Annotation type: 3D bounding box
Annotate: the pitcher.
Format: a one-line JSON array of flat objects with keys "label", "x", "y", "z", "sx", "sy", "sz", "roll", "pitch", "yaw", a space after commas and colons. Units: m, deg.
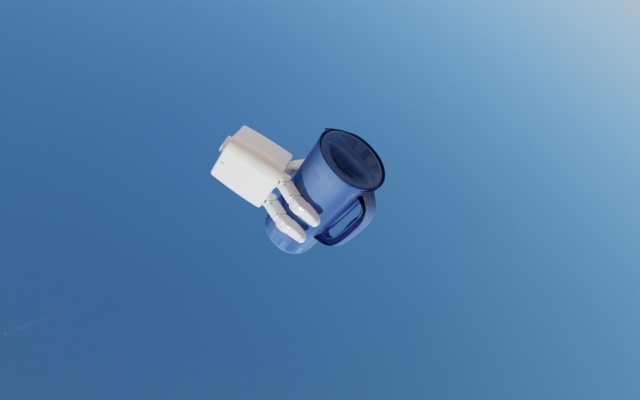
[{"label": "pitcher", "x": 0.000, "y": 0.003, "z": 0.864, "sx": 0.145, "sy": 0.149, "sz": 0.243, "roll": 34, "pitch": -49, "yaw": -9}]
